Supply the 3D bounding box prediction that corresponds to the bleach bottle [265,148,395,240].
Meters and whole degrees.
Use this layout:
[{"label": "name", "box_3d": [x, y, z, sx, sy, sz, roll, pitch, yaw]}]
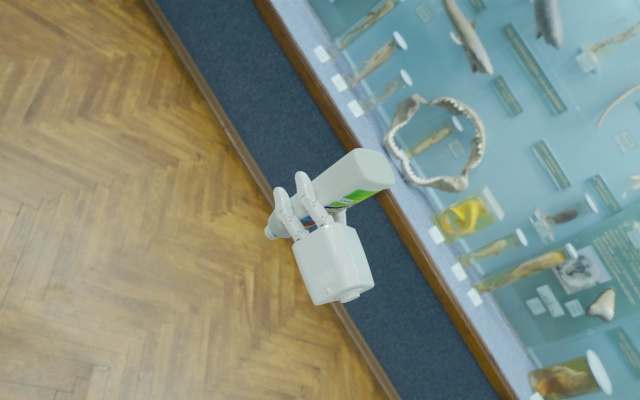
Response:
[{"label": "bleach bottle", "box_3d": [0.000, 0.003, 0.825, 0.251, 0.068, 0.102, -34, -22, 33]}]
